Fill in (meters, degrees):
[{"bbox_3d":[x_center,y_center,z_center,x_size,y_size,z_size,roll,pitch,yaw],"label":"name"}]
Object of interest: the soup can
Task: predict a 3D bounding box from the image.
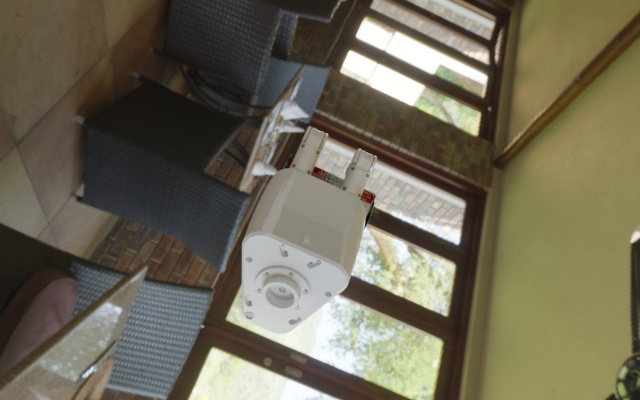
[{"bbox_3d":[0.000,0.002,0.515,0.102,0.068,0.068,24,-2,-3],"label":"soup can"}]
